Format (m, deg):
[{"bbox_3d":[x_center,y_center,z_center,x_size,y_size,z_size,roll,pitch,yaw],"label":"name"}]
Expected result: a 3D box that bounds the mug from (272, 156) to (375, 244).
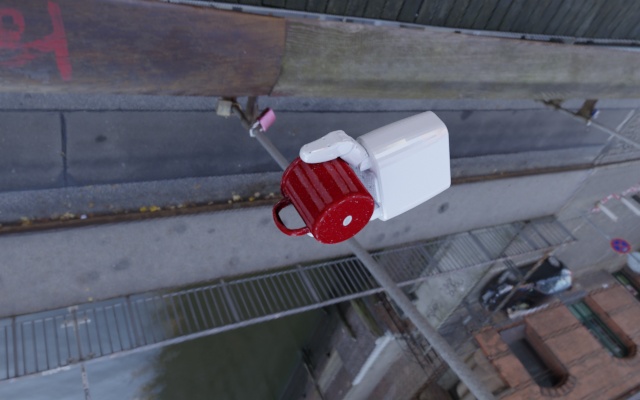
[{"bbox_3d":[-0.001,0.003,0.559,0.117,0.081,0.093,-26,-36,-11],"label":"mug"}]
